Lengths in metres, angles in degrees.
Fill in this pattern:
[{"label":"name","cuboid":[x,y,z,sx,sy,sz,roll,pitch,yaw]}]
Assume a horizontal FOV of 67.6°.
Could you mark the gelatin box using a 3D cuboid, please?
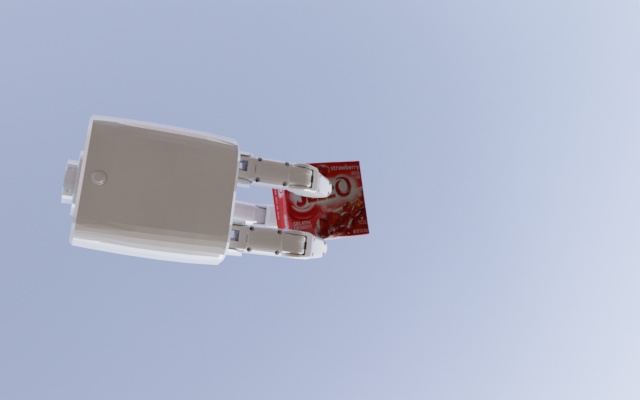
[{"label":"gelatin box","cuboid":[0.000,0.002,0.453,0.089,0.073,0.030,-4,-6,-32]}]
